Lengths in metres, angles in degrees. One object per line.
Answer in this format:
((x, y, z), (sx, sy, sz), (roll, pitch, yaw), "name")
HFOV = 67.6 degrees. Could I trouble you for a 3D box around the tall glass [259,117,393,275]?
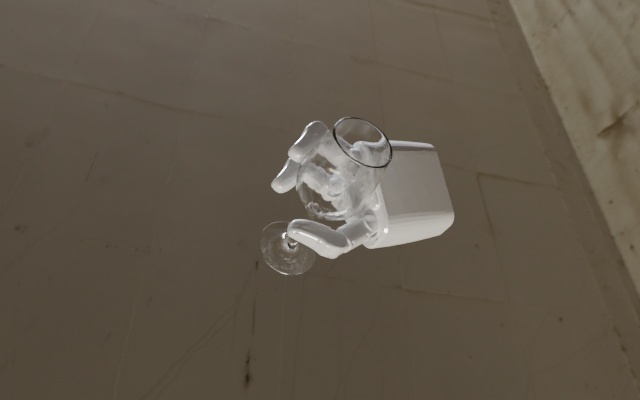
((0.000, 0.002, 0.511), (0.079, 0.079, 0.201), (0, -34, -29), "tall glass")
